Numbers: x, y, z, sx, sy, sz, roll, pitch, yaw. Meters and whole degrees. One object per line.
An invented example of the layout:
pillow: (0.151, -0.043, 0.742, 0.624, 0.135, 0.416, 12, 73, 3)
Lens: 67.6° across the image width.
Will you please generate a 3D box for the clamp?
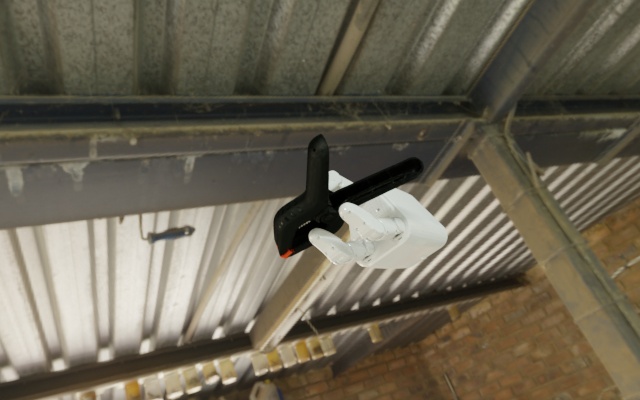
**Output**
clamp: (0.000, 0.002, 0.563, 0.164, 0.036, 0.210, 15, -45, -44)
